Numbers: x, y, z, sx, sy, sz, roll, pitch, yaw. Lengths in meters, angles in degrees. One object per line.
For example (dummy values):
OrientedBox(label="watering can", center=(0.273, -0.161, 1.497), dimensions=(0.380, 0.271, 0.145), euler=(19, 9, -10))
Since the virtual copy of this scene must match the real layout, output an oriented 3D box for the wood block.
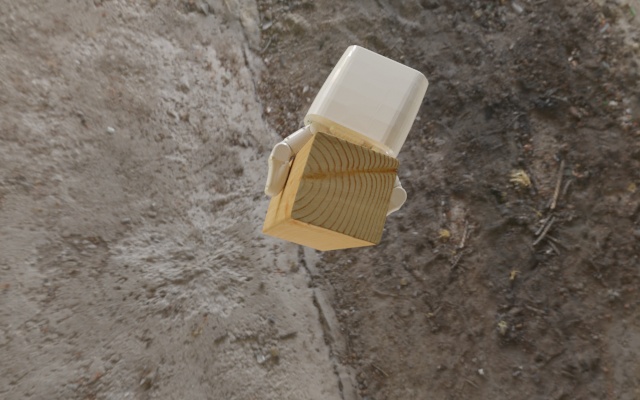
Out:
OrientedBox(label="wood block", center=(0.000, 0.001, 0.547), dimensions=(0.091, 0.090, 0.206), euler=(18, -12, -11))
